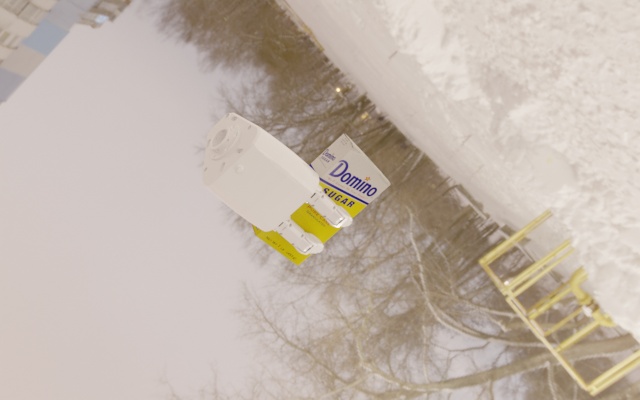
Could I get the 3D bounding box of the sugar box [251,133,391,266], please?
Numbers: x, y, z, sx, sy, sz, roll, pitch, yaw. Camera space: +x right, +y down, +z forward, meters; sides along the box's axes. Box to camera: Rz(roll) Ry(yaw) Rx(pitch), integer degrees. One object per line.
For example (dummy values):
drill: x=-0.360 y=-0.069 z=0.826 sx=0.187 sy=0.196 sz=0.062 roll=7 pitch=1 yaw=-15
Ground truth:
sugar box: x=0.000 y=0.002 z=0.652 sx=0.093 sy=0.176 sz=0.048 roll=40 pitch=14 yaw=-37
